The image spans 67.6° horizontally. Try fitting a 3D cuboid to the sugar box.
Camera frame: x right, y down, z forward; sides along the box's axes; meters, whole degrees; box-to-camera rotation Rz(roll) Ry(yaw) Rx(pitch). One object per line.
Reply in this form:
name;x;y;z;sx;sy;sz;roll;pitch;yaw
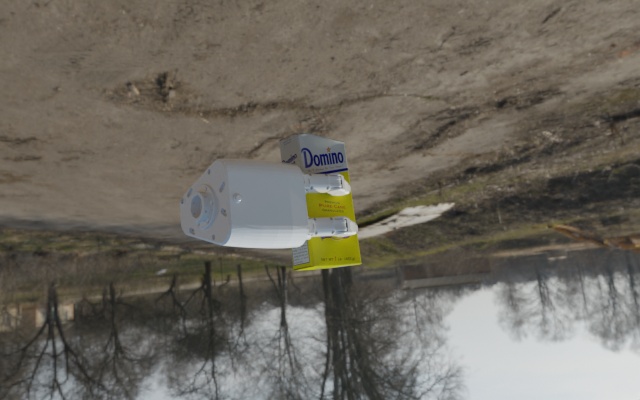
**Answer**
sugar box;0.000;0.002;0.639;0.093;0.176;0.048;4;-14;-45
